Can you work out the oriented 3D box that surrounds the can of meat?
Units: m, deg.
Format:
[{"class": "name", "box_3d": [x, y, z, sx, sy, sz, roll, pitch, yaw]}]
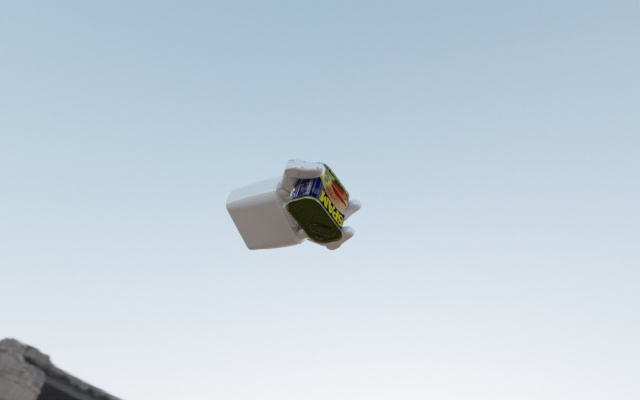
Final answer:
[{"class": "can of meat", "box_3d": [0.000, 0.002, 0.745, 0.057, 0.084, 0.102, -14, -49, 30]}]
